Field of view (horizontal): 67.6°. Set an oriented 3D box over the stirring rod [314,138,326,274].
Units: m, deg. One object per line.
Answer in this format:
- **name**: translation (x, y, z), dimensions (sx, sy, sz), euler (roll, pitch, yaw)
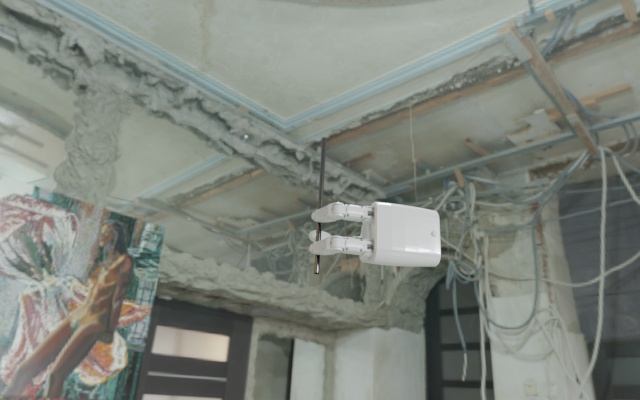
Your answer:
- **stirring rod**: translation (0.000, 0.003, 0.786), dimensions (0.011, 0.239, 0.011), euler (3, -23, 1)
